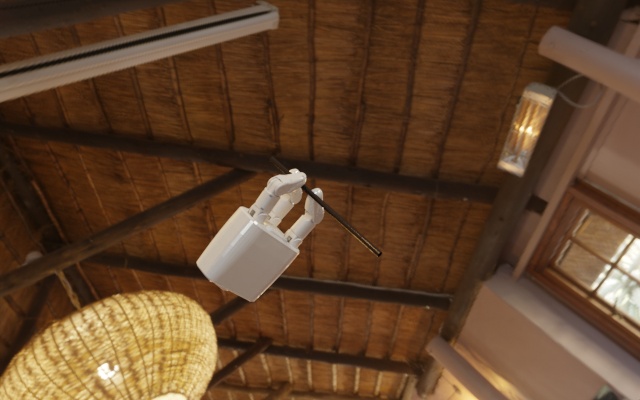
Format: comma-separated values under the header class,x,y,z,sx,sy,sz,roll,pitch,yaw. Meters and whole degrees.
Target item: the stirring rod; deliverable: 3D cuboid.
class,x,y,z,sx,sy,sz,roll,pitch,yaw
stirring rod,0.000,0.002,0.675,0.011,0.011,0.239,0,34,-50
